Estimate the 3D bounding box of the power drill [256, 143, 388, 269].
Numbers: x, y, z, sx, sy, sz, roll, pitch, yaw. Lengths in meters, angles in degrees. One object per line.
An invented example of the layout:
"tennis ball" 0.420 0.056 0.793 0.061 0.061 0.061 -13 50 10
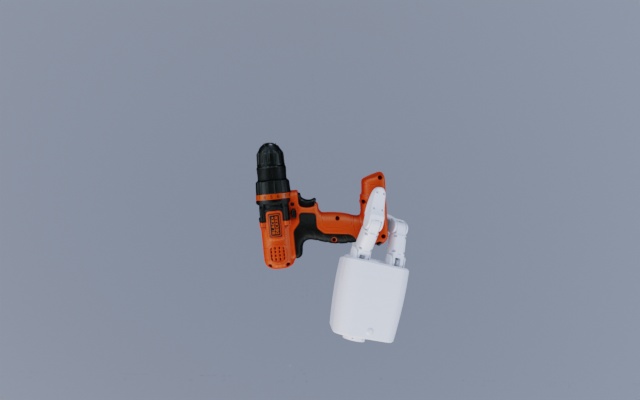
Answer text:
"power drill" 0.001 0.003 0.697 0.187 0.184 0.057 -5 5 2
